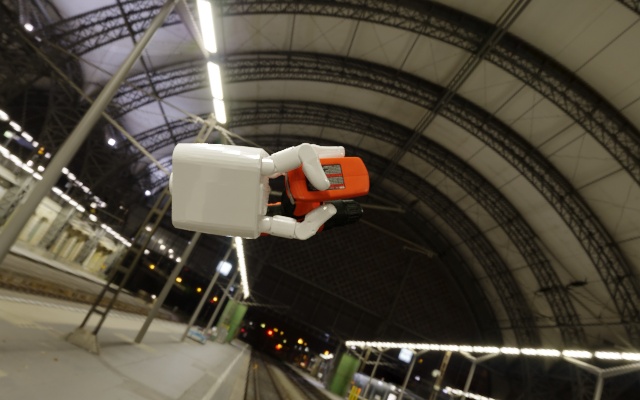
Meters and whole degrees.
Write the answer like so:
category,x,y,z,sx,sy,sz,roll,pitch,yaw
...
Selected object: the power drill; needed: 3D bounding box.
category,x,y,z,sx,sy,sz,roll,pitch,yaw
power drill,0.000,0.002,0.680,0.184,0.057,0.188,-7,-19,-21
